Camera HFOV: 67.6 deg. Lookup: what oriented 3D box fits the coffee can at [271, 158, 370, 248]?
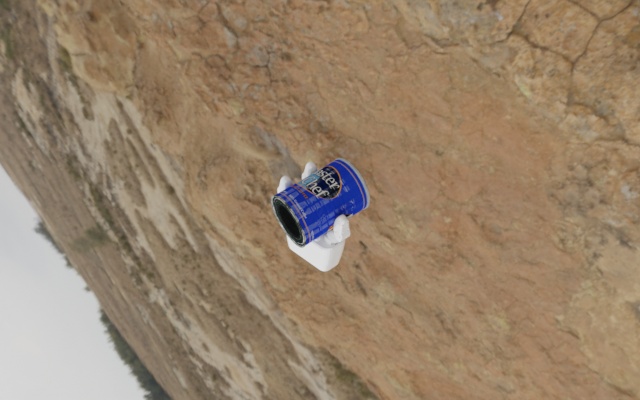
[{"bbox_3d":[0.000,0.003,0.828,0.140,0.103,0.103,-31,12,-20],"label":"coffee can"}]
